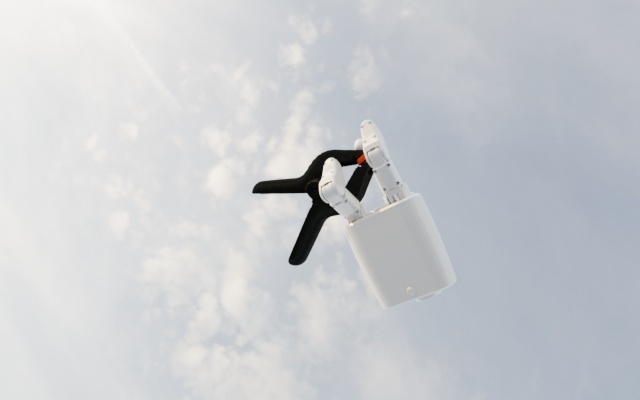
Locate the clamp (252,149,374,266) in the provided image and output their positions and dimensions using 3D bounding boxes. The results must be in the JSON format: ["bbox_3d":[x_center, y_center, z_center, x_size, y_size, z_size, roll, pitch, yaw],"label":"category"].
[{"bbox_3d":[0.000,0.002,0.586,0.171,0.120,0.039,-27,-7,26],"label":"clamp"}]
